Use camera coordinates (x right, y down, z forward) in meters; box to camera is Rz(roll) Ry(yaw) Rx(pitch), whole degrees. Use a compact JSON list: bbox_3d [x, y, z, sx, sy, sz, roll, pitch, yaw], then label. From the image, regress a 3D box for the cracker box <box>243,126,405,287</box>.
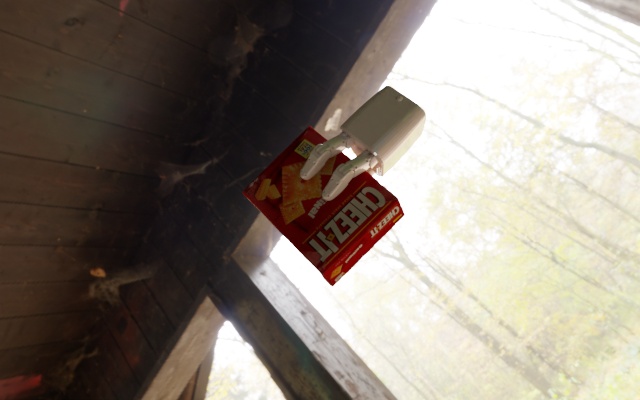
[{"bbox_3d":[0.000,0.002,0.769,0.213,0.164,0.072,43,-6,30],"label":"cracker box"}]
